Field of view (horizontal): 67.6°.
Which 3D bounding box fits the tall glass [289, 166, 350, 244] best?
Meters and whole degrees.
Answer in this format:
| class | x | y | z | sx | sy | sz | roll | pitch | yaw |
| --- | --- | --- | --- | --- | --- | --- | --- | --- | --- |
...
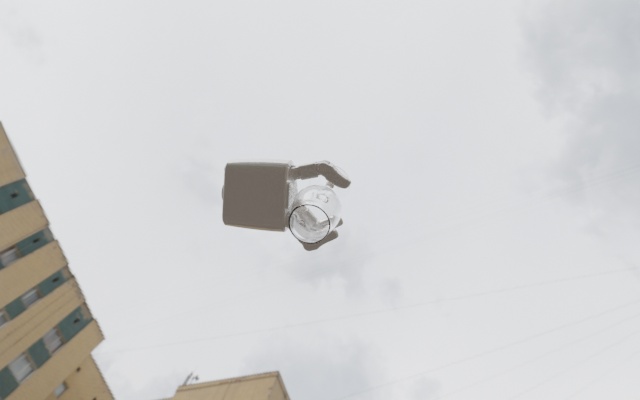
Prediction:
| class | x | y | z | sx | sy | sz | roll | pitch | yaw |
| --- | --- | --- | --- | --- | --- | --- | --- | --- | --- |
| tall glass | 0.000 | 0.002 | 0.778 | 0.079 | 0.079 | 0.201 | 0 | 19 | 10 |
